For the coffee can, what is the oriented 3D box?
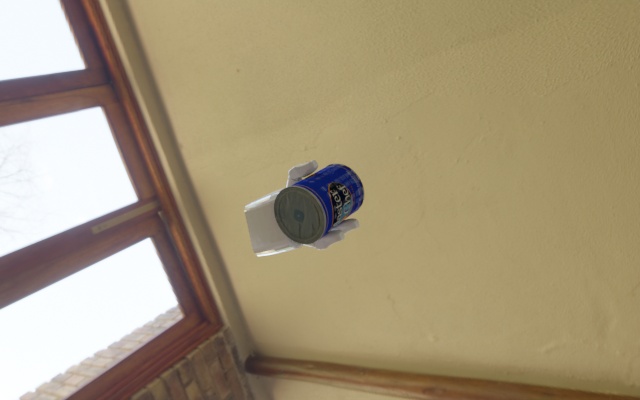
[{"bbox_3d":[0.000,0.003,0.842,0.103,0.103,0.140,0,20,35],"label":"coffee can"}]
